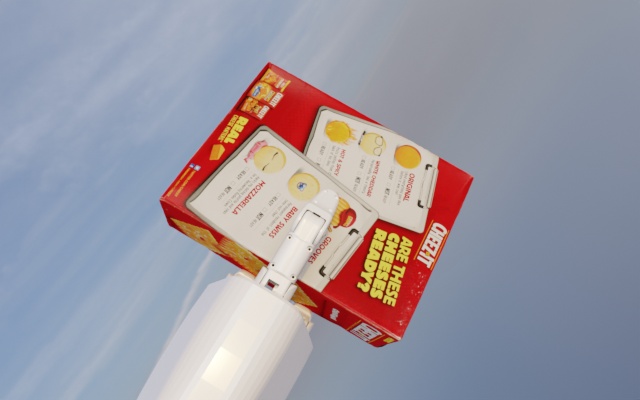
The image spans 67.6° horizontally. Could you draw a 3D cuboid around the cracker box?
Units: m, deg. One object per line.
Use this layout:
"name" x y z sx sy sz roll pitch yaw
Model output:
"cracker box" 0.000 0.001 0.419 0.213 0.164 0.072 30 -24 3
